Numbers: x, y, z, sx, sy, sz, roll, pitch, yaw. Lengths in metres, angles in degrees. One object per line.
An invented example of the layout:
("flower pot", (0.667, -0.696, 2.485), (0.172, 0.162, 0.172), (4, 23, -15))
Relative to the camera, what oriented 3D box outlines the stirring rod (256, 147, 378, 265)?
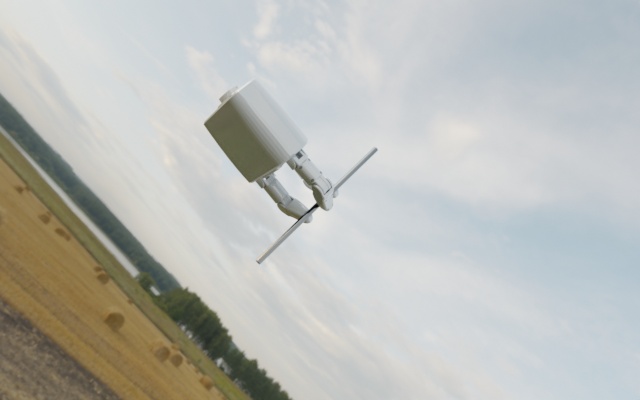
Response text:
("stirring rod", (0.000, 0.002, 0.660), (0.239, 0.011, 0.011), (-44, 18, -20))
